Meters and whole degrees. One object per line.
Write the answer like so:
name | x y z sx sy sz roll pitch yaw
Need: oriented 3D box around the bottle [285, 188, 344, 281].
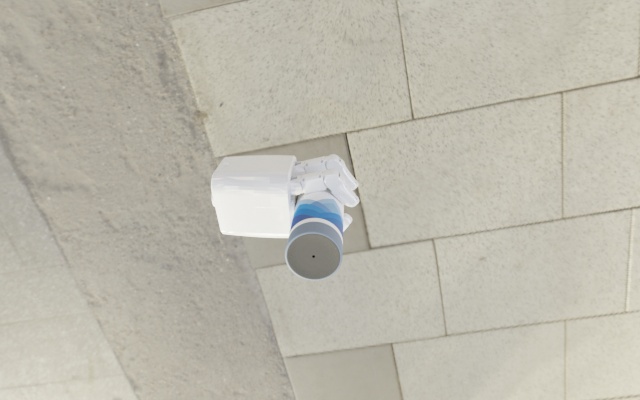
bottle | 0.000 0.002 0.680 0.069 0.069 0.295 0 25 3
